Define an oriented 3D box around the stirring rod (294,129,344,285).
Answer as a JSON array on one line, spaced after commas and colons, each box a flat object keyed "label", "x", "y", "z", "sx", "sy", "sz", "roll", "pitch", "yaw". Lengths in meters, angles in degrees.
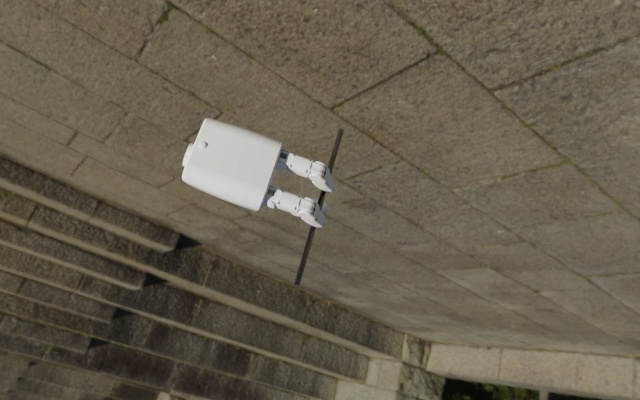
[{"label": "stirring rod", "x": 0.000, "y": 0.002, "z": 0.671, "sx": 0.011, "sy": 0.239, "sz": 0.011, "roll": 14, "pitch": -22, "yaw": 6}]
